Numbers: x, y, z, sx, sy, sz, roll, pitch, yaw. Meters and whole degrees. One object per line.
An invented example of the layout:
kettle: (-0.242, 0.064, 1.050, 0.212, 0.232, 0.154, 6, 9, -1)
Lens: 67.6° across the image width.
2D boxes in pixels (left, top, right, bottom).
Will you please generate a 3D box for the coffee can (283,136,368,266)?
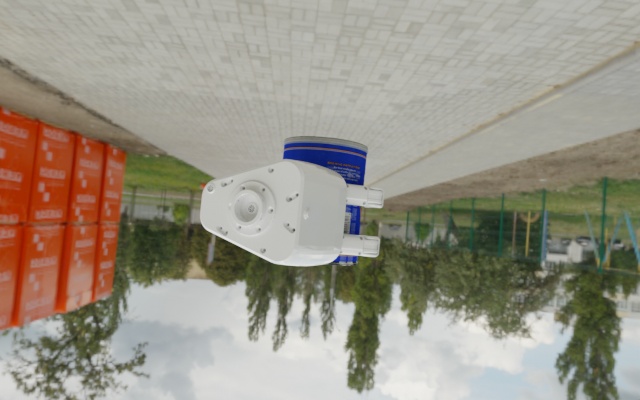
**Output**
coffee can: (0.000, 0.002, 0.573, 0.103, 0.140, 0.103, 5, -3, 0)
